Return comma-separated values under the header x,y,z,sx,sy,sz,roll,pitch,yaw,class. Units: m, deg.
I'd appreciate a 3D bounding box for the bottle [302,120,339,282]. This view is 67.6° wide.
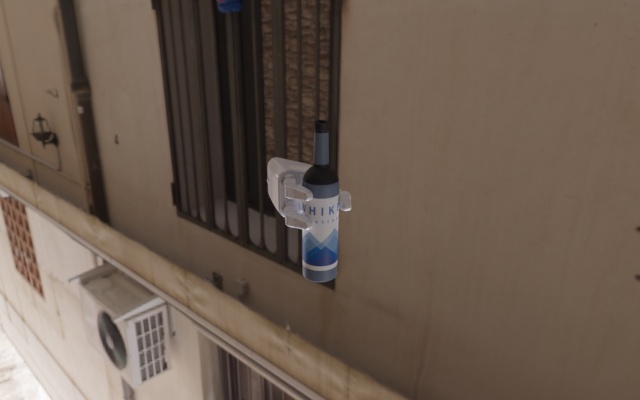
x,y,z,sx,sy,sz,roll,pitch,yaw,class
0.000,0.003,0.867,0.069,0.296,0.069,1,21,0,bottle
